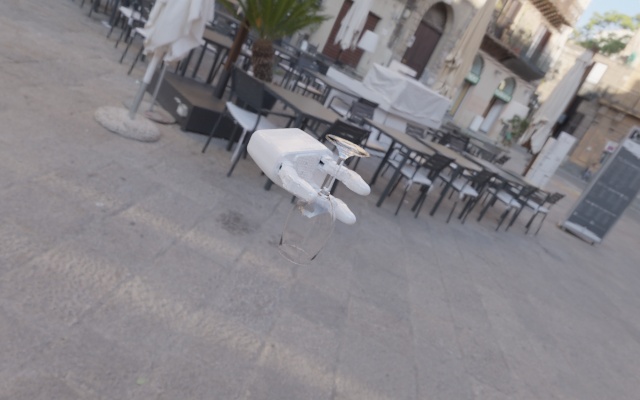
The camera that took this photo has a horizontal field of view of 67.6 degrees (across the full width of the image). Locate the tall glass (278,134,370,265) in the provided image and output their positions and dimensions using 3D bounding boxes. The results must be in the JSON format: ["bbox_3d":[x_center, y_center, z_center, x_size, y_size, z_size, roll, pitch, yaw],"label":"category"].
[{"bbox_3d":[0.000,0.002,0.750,0.079,0.201,0.079,23,17,-8],"label":"tall glass"}]
